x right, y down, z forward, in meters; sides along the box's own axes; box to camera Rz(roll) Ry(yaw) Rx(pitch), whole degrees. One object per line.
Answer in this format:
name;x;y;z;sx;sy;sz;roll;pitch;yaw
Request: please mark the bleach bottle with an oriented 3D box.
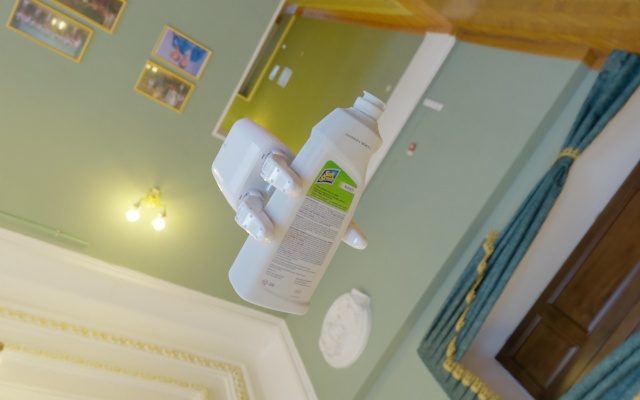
bleach bottle;0.000;0.002;0.523;0.102;0.251;0.068;23;13;-37
